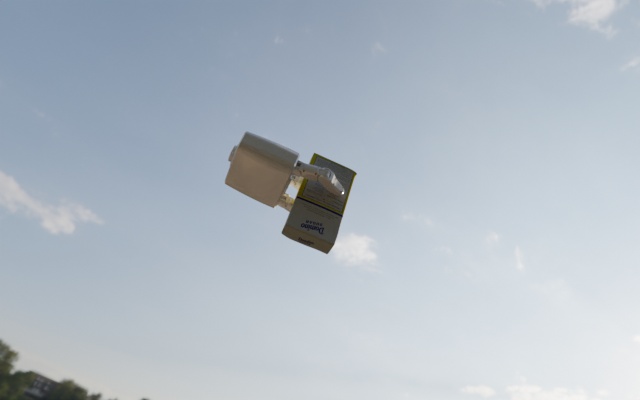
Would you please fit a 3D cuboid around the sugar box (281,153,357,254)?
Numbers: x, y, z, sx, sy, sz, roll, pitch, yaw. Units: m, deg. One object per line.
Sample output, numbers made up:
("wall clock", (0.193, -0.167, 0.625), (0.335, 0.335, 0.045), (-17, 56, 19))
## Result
("sugar box", (0.000, 0.003, 0.871), (0.093, 0.176, 0.048), (24, -35, -5))
